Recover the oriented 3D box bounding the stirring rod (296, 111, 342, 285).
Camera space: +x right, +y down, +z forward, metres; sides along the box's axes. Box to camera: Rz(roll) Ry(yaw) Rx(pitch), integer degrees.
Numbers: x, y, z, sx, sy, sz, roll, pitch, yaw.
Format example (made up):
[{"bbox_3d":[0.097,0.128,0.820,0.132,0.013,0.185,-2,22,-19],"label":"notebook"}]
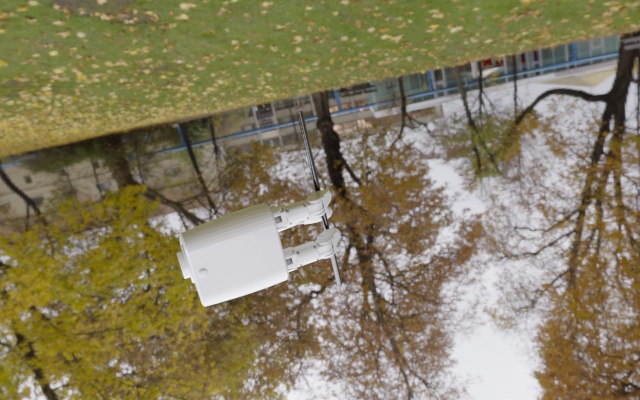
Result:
[{"bbox_3d":[0.000,0.002,0.628,0.011,0.239,0.011,-12,15,3],"label":"stirring rod"}]
